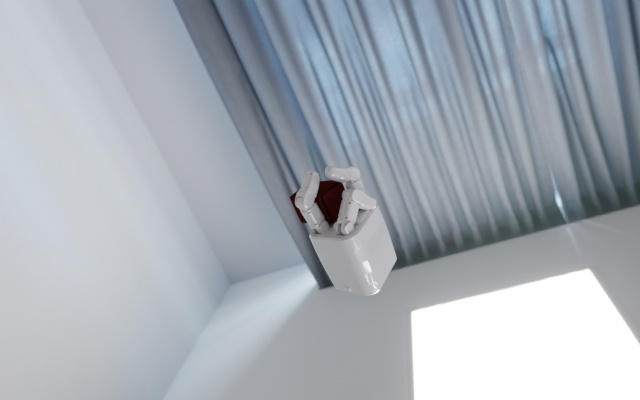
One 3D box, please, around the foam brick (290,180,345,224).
[{"bbox_3d":[0.000,0.002,0.759,0.078,0.051,0.053,-1,30,49],"label":"foam brick"}]
